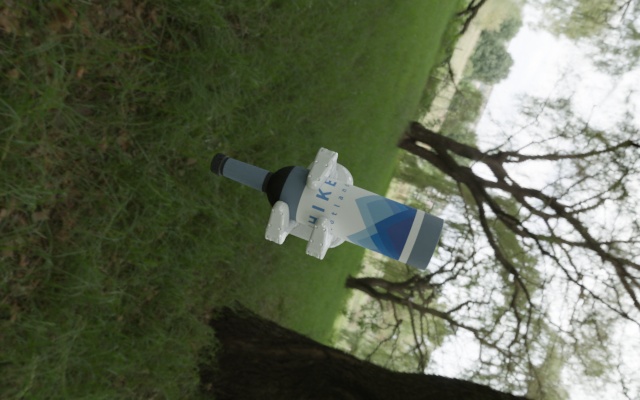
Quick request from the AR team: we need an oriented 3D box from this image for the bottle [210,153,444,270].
[{"bbox_3d":[0.000,0.002,0.594,0.295,0.069,0.069,21,3,9],"label":"bottle"}]
